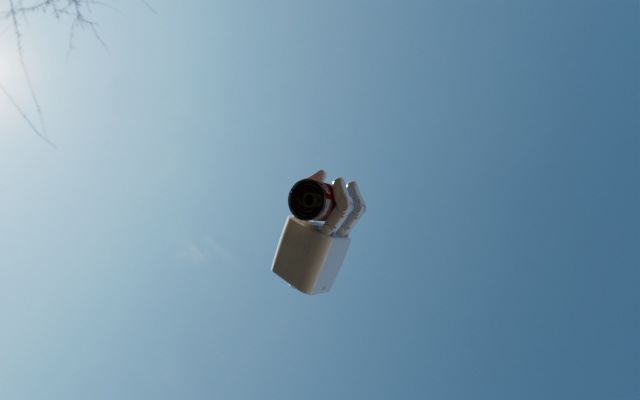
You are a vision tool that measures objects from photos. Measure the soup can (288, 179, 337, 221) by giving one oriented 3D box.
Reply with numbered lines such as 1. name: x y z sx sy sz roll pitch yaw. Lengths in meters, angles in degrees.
1. soup can: 0.000 0.002 0.808 0.068 0.068 0.102 0 -4 28
